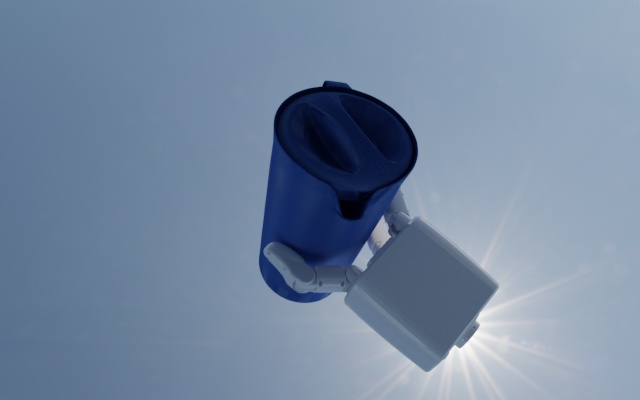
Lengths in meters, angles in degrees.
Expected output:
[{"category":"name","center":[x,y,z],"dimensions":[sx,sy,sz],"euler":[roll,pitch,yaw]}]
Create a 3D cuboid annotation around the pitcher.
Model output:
[{"category":"pitcher","center":[0.000,0.002,0.520],"dimensions":[0.145,0.243,0.149],"euler":[39,52,16]}]
